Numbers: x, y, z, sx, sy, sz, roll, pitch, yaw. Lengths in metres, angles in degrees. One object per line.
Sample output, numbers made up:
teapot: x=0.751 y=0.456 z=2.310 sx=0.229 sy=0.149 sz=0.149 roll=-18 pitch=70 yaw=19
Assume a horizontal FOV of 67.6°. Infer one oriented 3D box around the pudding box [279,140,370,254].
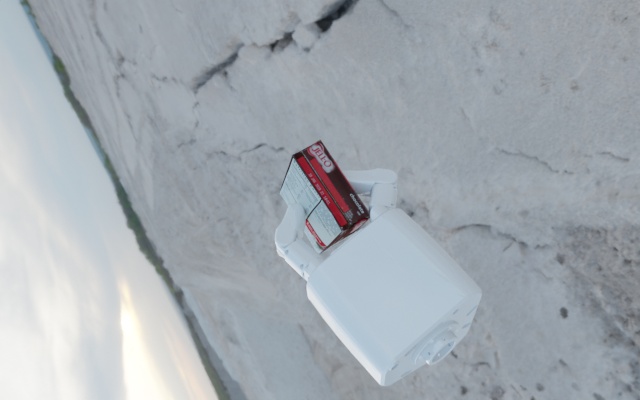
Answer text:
pudding box: x=0.000 y=0.002 z=0.496 sx=0.039 sy=0.090 sz=0.113 roll=-29 pitch=-10 yaw=-21
